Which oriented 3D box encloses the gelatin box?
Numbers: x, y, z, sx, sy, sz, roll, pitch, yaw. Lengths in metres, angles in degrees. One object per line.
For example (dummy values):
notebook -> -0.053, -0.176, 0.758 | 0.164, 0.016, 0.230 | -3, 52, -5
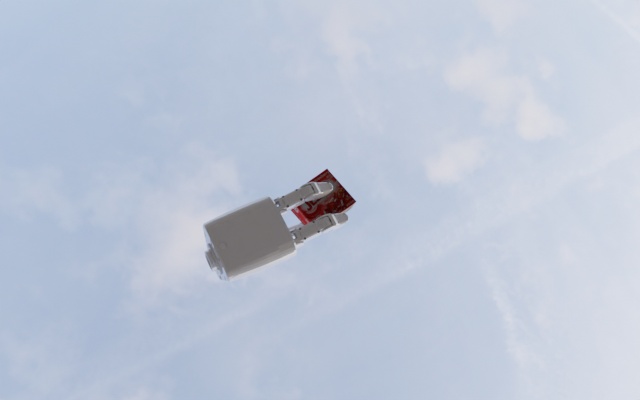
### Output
gelatin box -> 0.000, 0.002, 0.753 | 0.089, 0.073, 0.030 | -36, -12, -28
